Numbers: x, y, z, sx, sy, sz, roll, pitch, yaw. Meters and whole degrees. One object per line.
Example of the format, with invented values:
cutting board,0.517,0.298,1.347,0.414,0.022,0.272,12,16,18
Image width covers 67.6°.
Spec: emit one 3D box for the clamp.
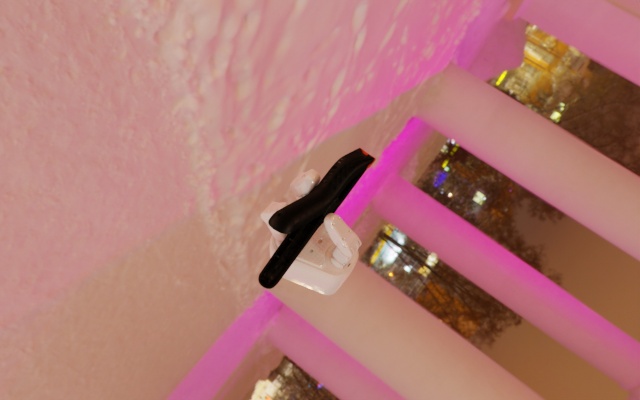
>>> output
clamp,0.001,0.002,0.564,0.036,0.210,0.165,37,-24,10
